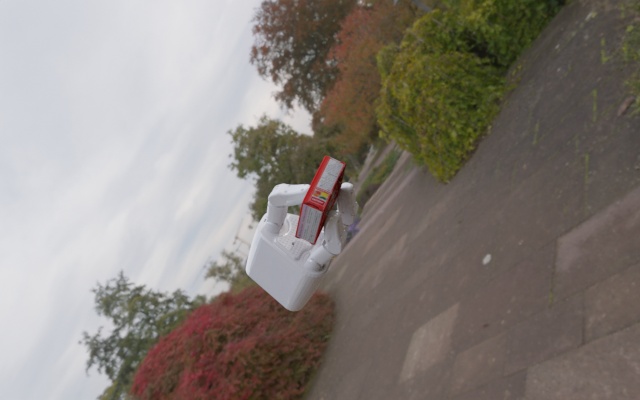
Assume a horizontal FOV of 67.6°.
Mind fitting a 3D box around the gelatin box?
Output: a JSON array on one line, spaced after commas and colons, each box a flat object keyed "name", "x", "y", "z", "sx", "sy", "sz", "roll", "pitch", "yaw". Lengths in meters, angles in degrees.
[{"name": "gelatin box", "x": 0.000, "y": 0.002, "z": 0.575, "sx": 0.030, "sy": 0.073, "sz": 0.089, "roll": 23, "pitch": -32, "yaw": 6}]
